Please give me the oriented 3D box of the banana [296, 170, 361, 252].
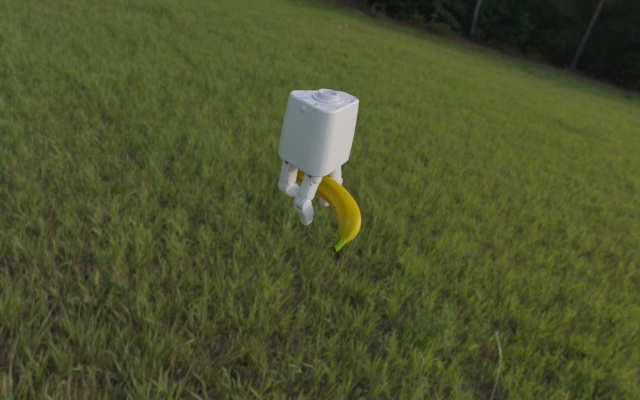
[{"bbox_3d":[0.019,0.002,0.783,0.069,0.037,0.197,-8,40,-18],"label":"banana"}]
